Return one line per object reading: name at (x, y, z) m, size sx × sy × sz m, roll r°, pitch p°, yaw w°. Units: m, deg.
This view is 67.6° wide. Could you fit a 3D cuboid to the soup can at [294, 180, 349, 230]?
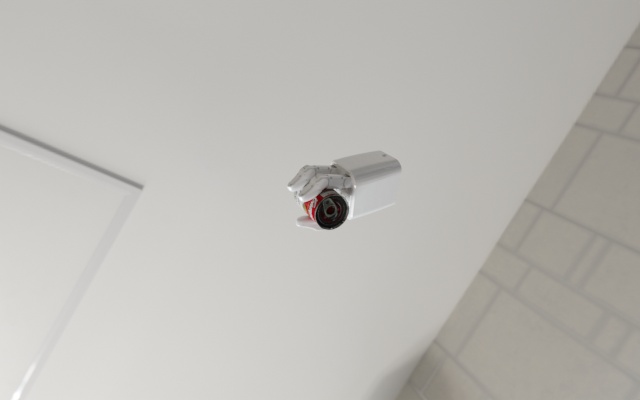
soup can at (0.000, 0.003, 0.884) m, size 0.068 × 0.068 × 0.102 m, roll 0°, pitch 22°, yaw -27°
